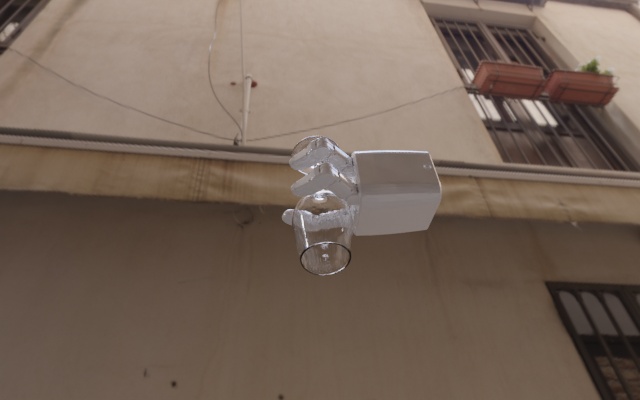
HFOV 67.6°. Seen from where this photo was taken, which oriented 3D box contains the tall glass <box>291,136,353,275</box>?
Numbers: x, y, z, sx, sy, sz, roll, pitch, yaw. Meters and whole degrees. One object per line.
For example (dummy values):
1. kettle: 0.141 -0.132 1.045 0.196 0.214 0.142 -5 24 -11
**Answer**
1. tall glass: 0.000 0.002 0.640 0.079 0.079 0.200 0 44 -5
